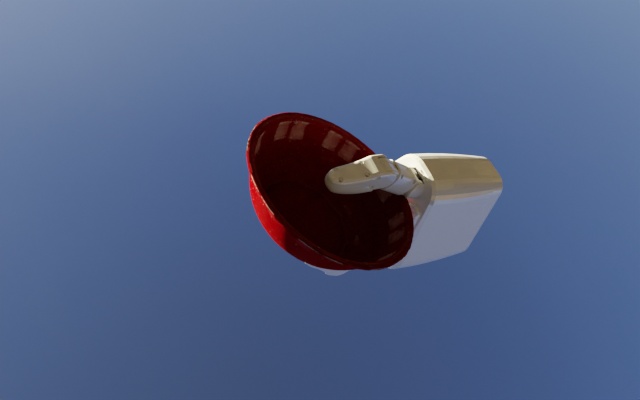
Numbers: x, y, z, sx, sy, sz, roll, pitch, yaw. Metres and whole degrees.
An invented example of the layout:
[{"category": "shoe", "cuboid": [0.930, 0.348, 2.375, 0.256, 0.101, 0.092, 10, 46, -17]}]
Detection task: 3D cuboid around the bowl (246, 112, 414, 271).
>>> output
[{"category": "bowl", "cuboid": [-0.001, 0.001, 0.408, 0.162, 0.162, 0.055, 0, -36, -41]}]
